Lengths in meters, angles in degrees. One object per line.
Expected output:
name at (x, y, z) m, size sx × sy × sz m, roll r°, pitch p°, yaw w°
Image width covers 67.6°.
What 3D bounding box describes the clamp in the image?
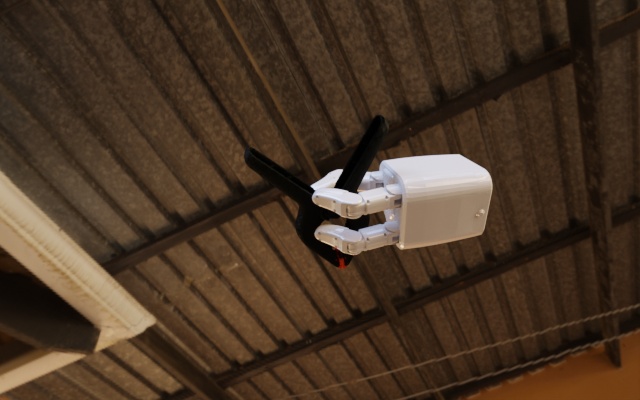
clamp at (0.000, 0.002, 0.584) m, size 0.164 × 0.210 × 0.036 m, roll -8°, pitch 36°, yaw -6°
